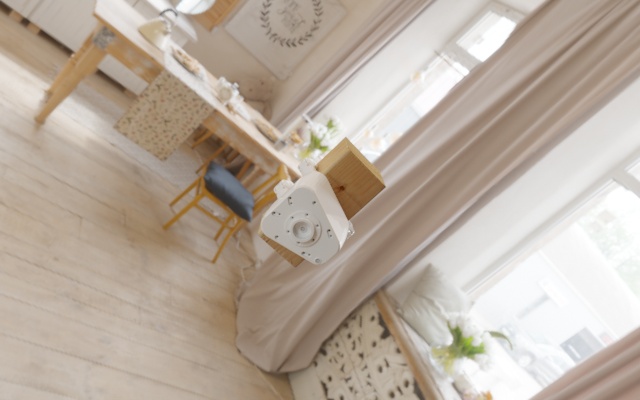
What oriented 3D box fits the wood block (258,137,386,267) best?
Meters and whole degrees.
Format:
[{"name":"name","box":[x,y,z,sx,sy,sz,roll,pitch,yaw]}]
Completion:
[{"name":"wood block","box":[0.000,0.003,0.808,0.206,0.091,0.090,-42,16,14]}]
